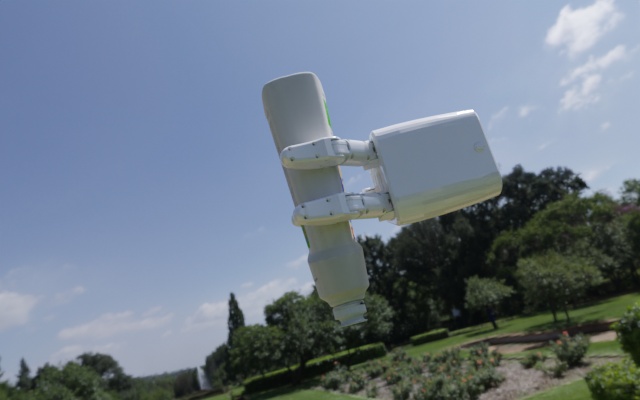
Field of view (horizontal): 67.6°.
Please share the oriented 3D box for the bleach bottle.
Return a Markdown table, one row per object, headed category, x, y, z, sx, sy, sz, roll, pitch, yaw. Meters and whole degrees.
| category | x | y | z | sx | sy | sz | roll | pitch | yaw |
| --- | --- | --- | --- | --- | --- | --- | --- | --- | --- |
| bleach bottle | 0.000 | 0.002 | 0.489 | 0.068 | 0.250 | 0.102 | -15 | -16 | 0 |
